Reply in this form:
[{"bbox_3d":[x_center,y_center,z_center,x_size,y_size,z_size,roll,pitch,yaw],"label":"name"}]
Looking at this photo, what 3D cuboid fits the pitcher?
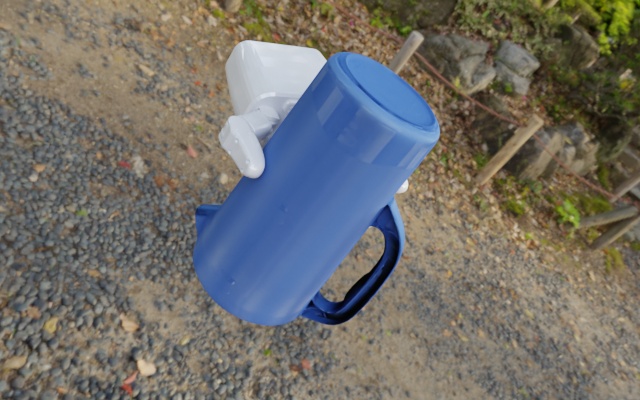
[{"bbox_3d":[0.000,0.001,0.434,0.149,0.145,0.243,13,-50,-35],"label":"pitcher"}]
